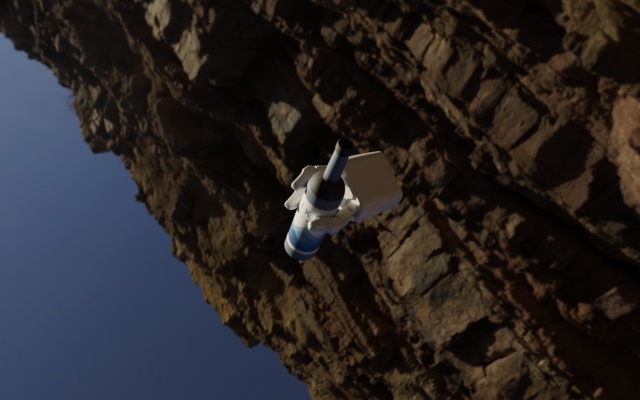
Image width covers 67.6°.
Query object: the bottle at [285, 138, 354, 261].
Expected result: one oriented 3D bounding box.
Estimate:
[{"bbox_3d":[0.000,0.003,0.847,0.069,0.069,0.296,0,-38,-20],"label":"bottle"}]
